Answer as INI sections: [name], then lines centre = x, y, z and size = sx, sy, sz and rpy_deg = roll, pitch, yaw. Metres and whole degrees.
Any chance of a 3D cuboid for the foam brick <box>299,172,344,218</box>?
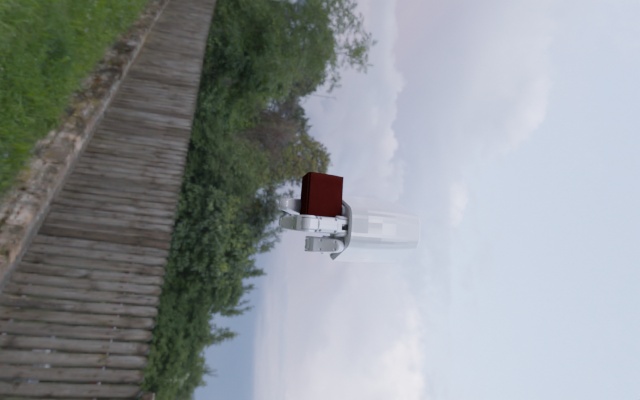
[foam brick]
centre = 0.000, 0.002, 0.688
size = 0.051, 0.078, 0.053
rpy_deg = 5, -5, -13
